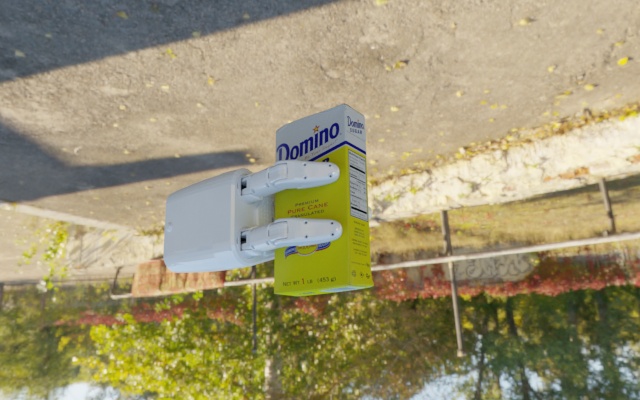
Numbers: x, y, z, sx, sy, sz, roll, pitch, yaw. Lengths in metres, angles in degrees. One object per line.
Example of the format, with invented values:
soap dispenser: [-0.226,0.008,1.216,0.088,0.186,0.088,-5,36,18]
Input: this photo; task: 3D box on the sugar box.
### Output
sugar box: [0.000,0.002,0.472,0.093,0.176,0.048,-14,-18,35]
